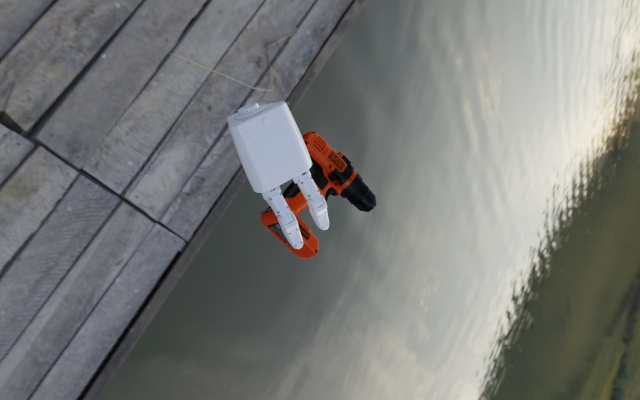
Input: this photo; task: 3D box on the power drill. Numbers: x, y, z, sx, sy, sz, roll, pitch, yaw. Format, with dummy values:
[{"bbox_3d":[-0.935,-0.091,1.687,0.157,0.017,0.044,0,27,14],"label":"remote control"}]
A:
[{"bbox_3d":[0.000,0.003,0.801,0.184,0.187,0.057,43,-33,-18],"label":"power drill"}]
